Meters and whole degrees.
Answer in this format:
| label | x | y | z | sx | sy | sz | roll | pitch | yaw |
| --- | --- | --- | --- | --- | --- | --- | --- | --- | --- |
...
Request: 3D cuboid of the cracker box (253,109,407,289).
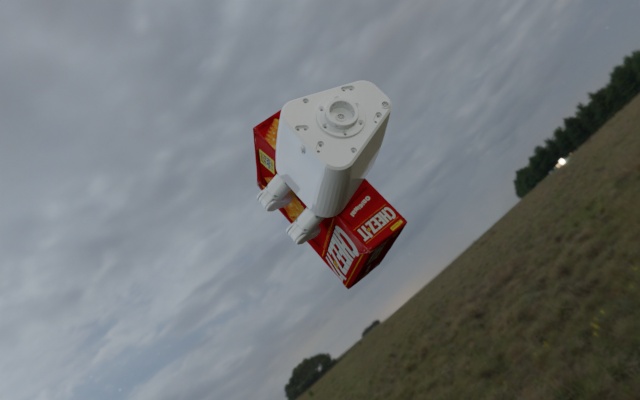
| label | x | y | z | sx | sy | sz | roll | pitch | yaw |
| --- | --- | --- | --- | --- | --- | --- | --- | --- | --- |
| cracker box | 0.000 | 0.002 | 0.640 | 0.072 | 0.213 | 0.164 | -36 | -17 | -20 |
